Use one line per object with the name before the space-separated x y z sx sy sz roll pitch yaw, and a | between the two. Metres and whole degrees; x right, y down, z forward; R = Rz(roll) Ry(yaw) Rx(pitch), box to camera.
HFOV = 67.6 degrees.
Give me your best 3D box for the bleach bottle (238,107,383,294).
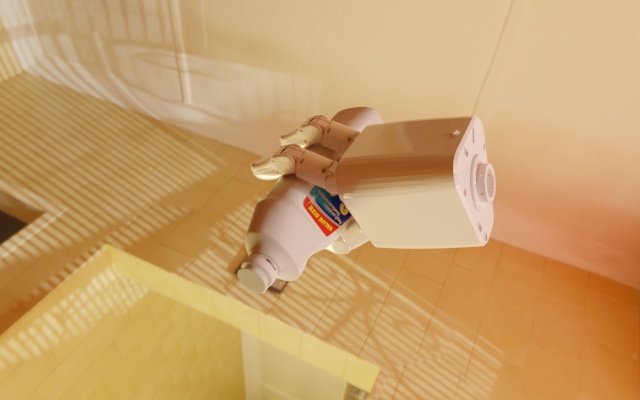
bleach bottle | 0.000 0.001 0.489 0.068 0.103 0.250 -1 35 33
